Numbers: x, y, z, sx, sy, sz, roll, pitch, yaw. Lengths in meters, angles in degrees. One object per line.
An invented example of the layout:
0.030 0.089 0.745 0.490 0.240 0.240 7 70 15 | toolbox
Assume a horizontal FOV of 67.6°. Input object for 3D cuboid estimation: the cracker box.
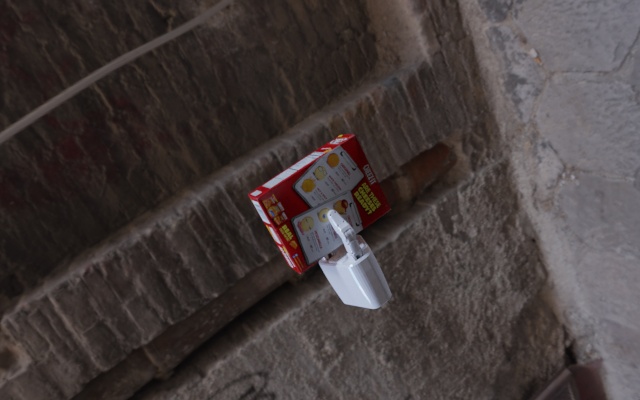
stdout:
0.000 0.003 0.869 0.213 0.164 0.072 -34 21 -17 | cracker box
